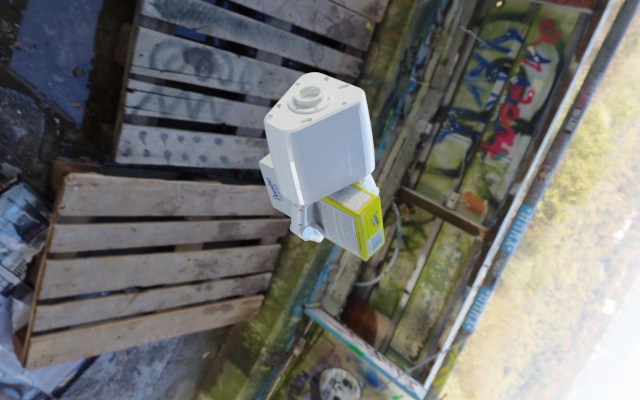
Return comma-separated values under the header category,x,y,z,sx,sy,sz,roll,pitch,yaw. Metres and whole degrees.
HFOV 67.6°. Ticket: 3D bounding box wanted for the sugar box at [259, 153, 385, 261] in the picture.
category,x,y,z,sx,sy,sz,roll,pitch,yaw
sugar box,0.001,0.002,0.630,0.176,0.093,0.048,31,59,34
